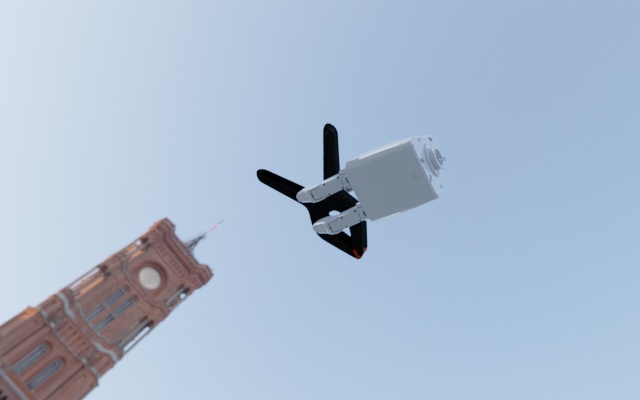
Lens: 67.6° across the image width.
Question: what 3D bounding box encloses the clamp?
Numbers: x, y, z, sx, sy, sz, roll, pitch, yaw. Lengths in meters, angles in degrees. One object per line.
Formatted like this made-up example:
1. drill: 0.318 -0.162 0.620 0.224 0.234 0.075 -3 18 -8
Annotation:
1. clamp: 0.001 0.002 0.744 0.164 0.210 0.036 -21 14 35
